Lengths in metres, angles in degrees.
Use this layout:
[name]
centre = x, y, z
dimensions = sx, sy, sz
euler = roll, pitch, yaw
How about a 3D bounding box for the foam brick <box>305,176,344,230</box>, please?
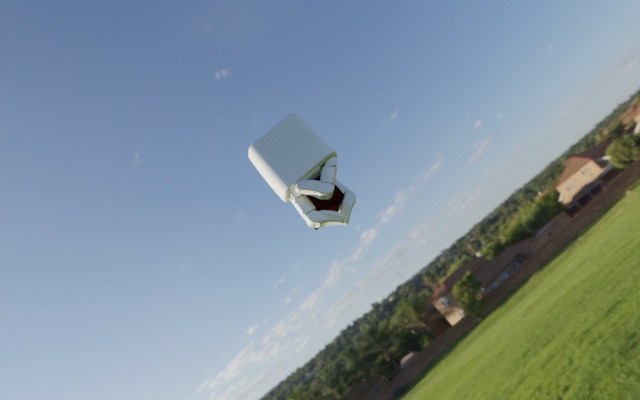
[foam brick]
centre = 0.000, 0.003, 0.806
dimensions = 0.053, 0.051, 0.078
euler = -35, -18, -22
